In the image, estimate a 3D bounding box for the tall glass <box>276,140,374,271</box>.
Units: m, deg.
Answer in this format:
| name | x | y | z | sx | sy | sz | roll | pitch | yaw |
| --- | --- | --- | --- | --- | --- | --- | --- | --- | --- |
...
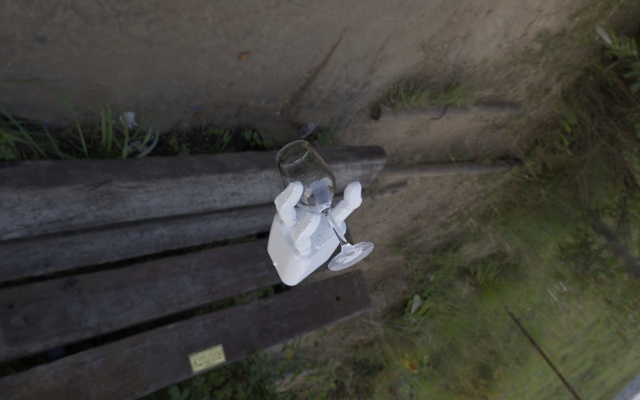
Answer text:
| name | x | y | z | sx | sy | sz | roll | pitch | yaw |
| --- | --- | --- | --- | --- | --- | --- | --- | --- | --- |
| tall glass | 0.001 | 0.003 | 0.727 | 0.079 | 0.201 | 0.079 | -24 | -25 | -12 |
